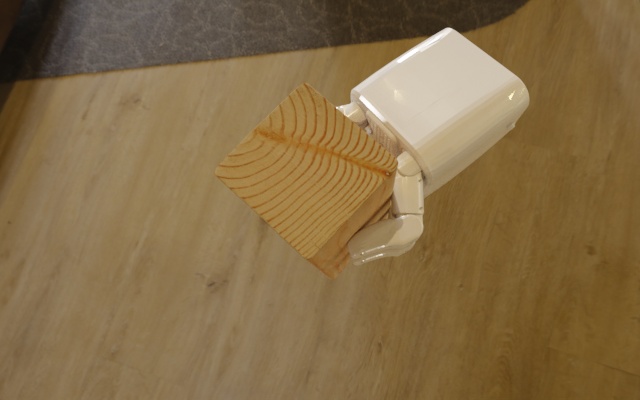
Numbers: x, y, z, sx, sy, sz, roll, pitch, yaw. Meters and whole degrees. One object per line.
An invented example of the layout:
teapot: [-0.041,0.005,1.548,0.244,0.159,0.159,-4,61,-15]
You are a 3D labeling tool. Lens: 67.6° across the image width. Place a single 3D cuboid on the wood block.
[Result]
wood block: [0.000,0.001,0.410,0.091,0.090,0.206,43,-6,13]
